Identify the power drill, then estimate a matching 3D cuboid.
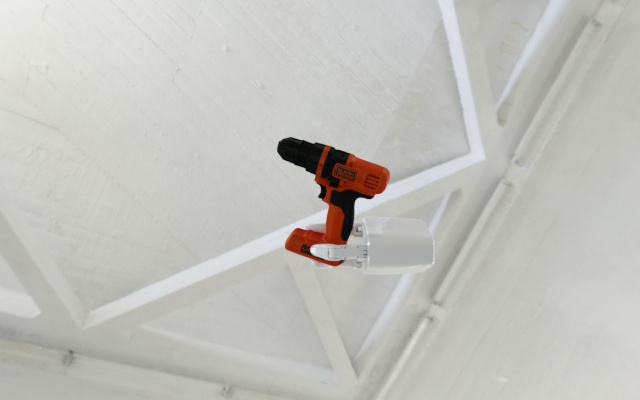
[{"bbox_3d":[0.000,0.003,0.775,0.184,0.188,0.057,20,24,7],"label":"power drill"}]
